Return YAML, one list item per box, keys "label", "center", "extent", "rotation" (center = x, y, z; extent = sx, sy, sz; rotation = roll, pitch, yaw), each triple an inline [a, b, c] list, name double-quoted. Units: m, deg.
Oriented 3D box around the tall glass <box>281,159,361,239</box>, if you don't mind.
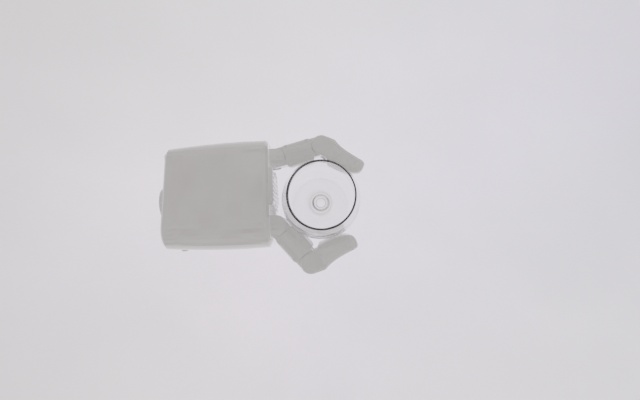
- label: "tall glass"
  center: [0.000, 0.002, 0.510]
  extent: [0.079, 0.079, 0.201]
  rotation: [0, -4, -1]
